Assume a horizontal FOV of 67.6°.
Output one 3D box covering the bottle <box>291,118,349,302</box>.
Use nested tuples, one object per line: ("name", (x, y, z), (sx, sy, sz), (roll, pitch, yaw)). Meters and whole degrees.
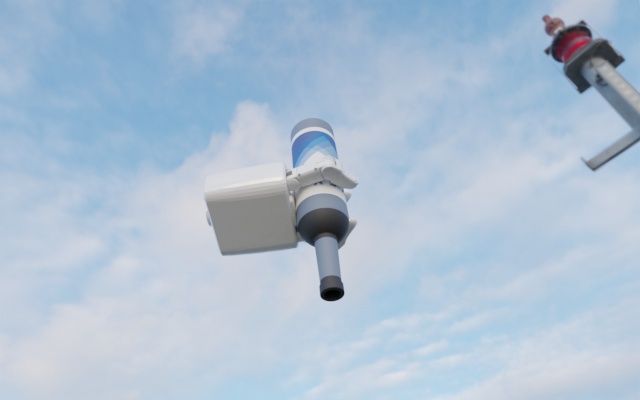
("bottle", (0.000, 0.002, 0.629), (0.069, 0.069, 0.295), (0, 44, -7))
